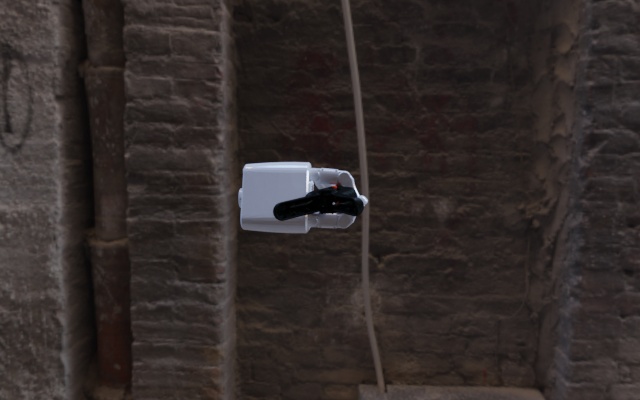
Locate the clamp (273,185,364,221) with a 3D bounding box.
[{"bbox_3d":[0.000,0.002,0.689,0.120,0.039,0.171,1,6,3],"label":"clamp"}]
